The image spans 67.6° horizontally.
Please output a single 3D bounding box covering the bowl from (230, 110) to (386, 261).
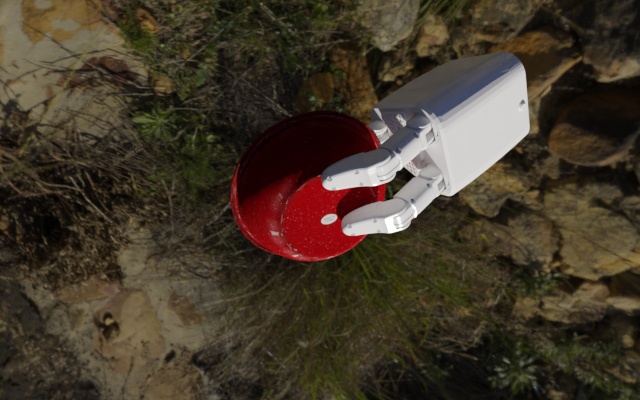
[{"bbox_3d":[-0.001,0.003,0.448,0.162,0.162,0.055,0,30,-22],"label":"bowl"}]
